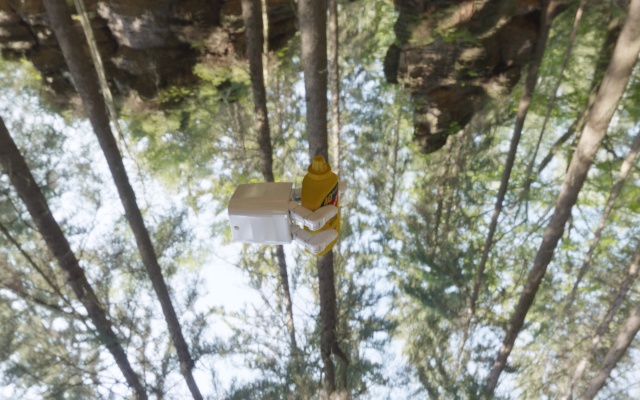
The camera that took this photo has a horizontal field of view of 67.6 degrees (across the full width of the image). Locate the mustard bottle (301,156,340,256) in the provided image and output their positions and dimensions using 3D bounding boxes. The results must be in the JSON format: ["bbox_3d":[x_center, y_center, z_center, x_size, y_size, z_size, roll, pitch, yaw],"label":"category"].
[{"bbox_3d":[0.000,0.003,0.856,0.058,0.192,0.096,17,44,23],"label":"mustard bottle"}]
